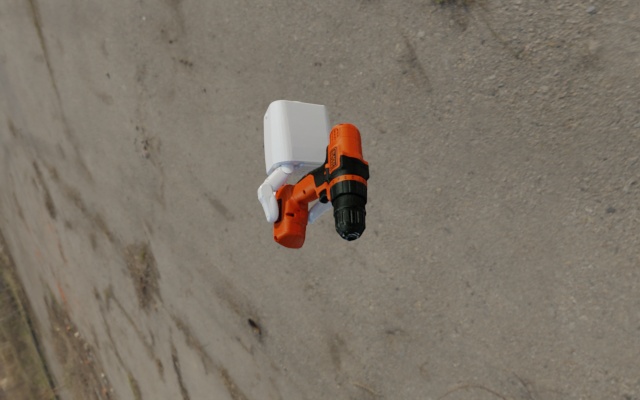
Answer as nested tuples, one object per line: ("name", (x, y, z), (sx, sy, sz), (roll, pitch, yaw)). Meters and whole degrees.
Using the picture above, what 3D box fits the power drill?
("power drill", (0.000, 0.002, 0.704), (0.057, 0.184, 0.188), (22, -39, -29))
